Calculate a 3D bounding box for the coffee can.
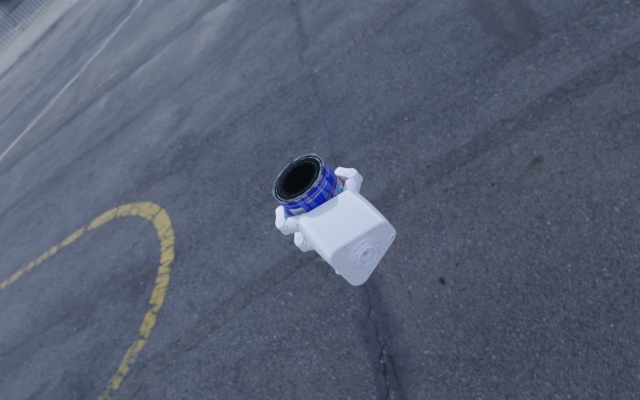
[{"bbox_3d":[0.000,0.003,0.822,0.103,0.102,0.140,0,-35,42],"label":"coffee can"}]
